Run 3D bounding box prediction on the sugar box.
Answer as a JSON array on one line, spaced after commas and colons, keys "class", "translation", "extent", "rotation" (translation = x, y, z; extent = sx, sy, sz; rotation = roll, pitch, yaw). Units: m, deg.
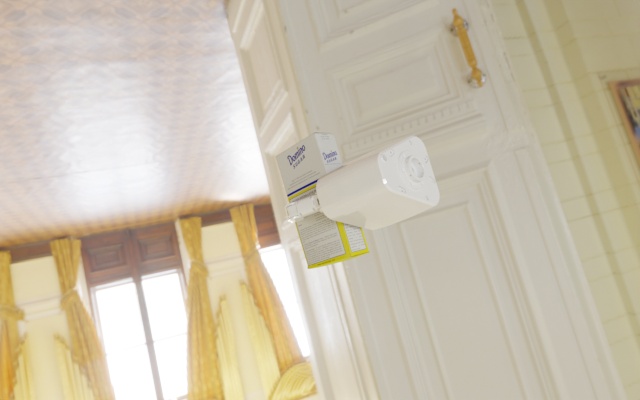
[{"class": "sugar box", "translation": [0.001, 0.002, 0.674], "extent": [0.048, 0.176, 0.093], "rotation": [-5, -13, -44]}]
